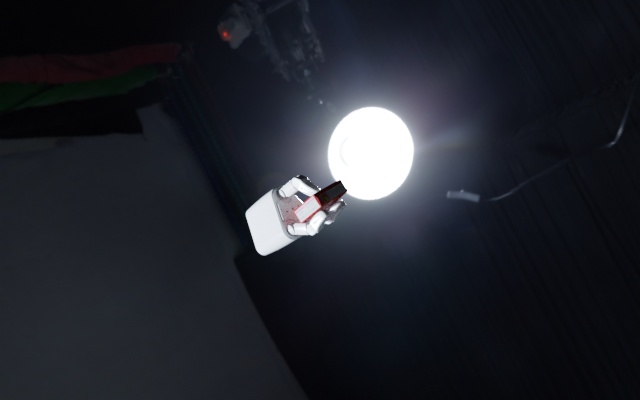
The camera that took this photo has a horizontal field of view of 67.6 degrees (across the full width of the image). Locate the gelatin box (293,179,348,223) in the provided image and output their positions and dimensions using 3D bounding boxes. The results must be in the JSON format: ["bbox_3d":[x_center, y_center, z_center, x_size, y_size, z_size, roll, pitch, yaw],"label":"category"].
[{"bbox_3d":[0.000,0.002,0.891,0.073,0.030,0.089,-30,-7,-36],"label":"gelatin box"}]
